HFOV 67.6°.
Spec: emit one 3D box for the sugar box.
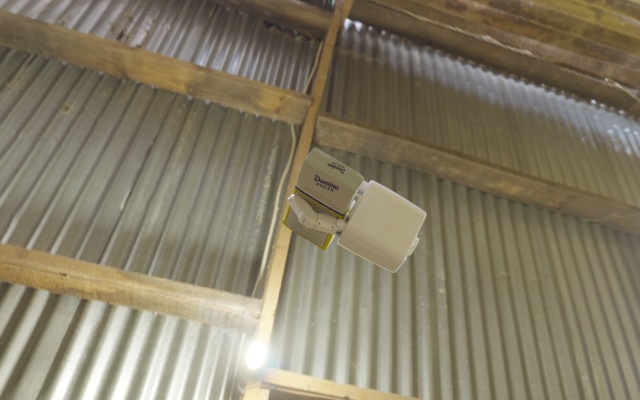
[{"bbox_3d":[0.000,0.002,0.780,0.093,0.048,0.176,31,-40,6],"label":"sugar box"}]
